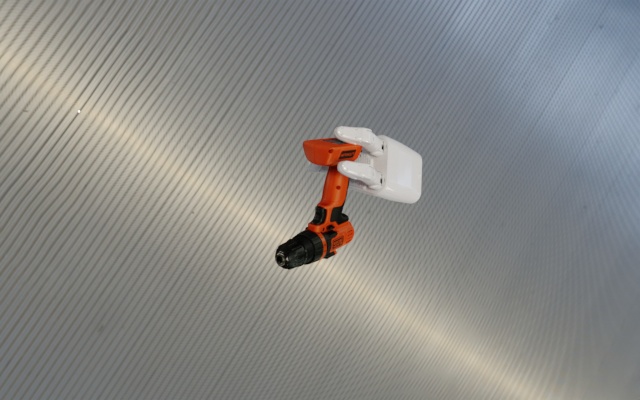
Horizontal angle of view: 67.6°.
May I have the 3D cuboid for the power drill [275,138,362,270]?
[{"bbox_3d":[0.000,0.002,0.726,0.057,0.188,0.184,18,19,28],"label":"power drill"}]
